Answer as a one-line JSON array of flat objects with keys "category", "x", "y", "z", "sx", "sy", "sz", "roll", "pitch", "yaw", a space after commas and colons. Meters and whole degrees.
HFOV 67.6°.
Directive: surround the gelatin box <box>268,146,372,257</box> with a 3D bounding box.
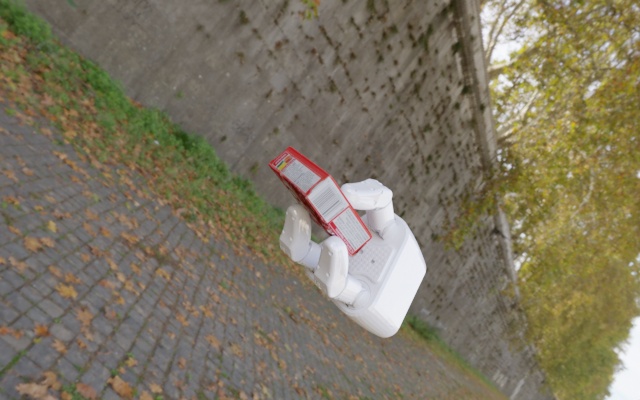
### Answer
[{"category": "gelatin box", "x": 0.000, "y": 0.001, "z": 0.427, "sx": 0.073, "sy": 0.030, "sz": 0.089, "roll": 41, "pitch": -10, "yaw": 50}]
